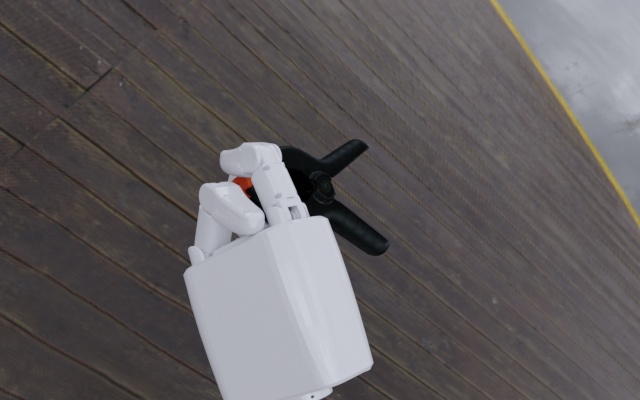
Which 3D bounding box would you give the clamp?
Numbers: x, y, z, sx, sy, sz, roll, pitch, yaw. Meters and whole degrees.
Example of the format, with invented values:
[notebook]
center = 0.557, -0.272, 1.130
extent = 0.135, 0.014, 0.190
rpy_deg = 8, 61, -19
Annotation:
[clamp]
center = 0.000, 0.001, 0.432
extent = 0.171, 0.120, 0.039
rpy_deg = -8, -18, -43
